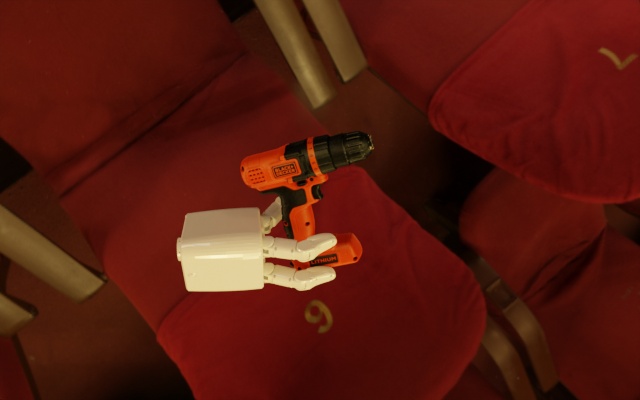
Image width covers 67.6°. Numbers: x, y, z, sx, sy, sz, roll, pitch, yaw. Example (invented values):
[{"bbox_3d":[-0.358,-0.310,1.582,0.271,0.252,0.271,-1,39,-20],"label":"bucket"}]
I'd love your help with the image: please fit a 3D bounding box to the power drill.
[{"bbox_3d":[0.000,0.003,0.670,0.184,0.188,0.057,-12,23,15],"label":"power drill"}]
